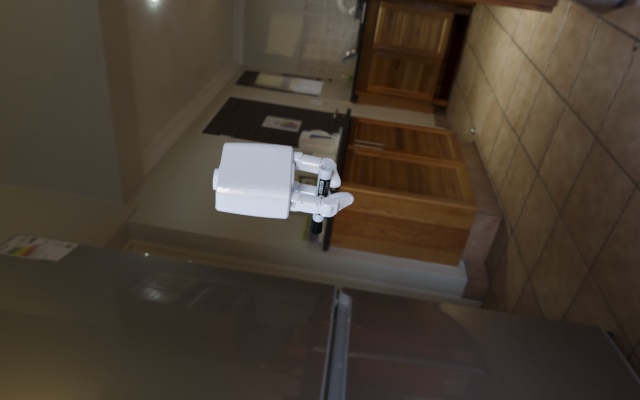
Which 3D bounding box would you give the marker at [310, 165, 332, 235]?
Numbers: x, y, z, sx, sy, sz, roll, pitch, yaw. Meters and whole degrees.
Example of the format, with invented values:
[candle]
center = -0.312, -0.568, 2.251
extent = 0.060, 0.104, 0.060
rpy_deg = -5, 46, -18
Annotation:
[marker]
center = 0.000, 0.002, 0.717
extent = 0.020, 0.121, 0.020
rpy_deg = 6, 35, -4
